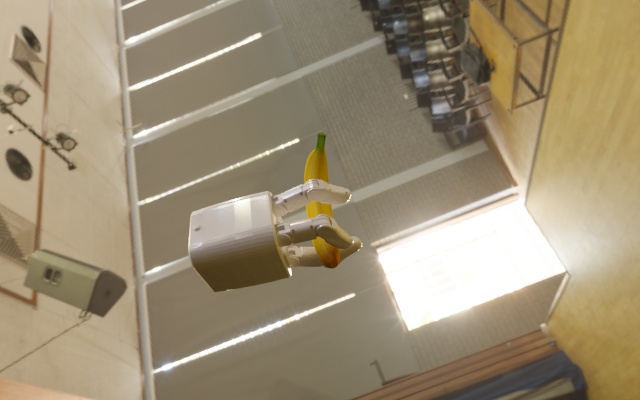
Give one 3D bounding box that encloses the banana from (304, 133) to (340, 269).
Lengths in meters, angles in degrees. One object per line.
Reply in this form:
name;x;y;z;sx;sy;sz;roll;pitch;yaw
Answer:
banana;-0.001;0.007;0.655;0.037;0.197;0.070;-5;-25;-4
